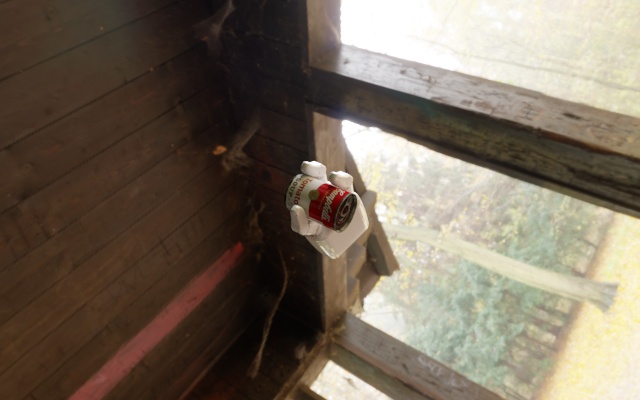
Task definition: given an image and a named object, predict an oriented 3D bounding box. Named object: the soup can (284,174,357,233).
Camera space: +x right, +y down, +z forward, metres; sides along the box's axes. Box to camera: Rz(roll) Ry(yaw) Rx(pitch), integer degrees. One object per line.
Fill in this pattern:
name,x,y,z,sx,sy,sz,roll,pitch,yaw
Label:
soup can,0.000,0.002,0.785,0.102,0.068,0.068,23,11,26
